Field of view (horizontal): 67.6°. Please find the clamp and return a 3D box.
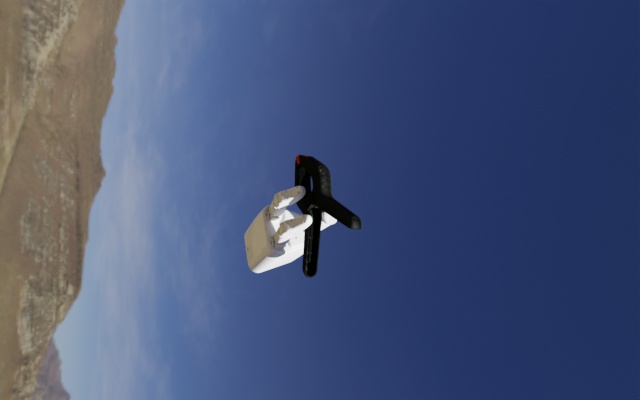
[{"bbox_3d":[0.001,0.002,0.795,0.036,0.210,0.165,6,-31,-32],"label":"clamp"}]
